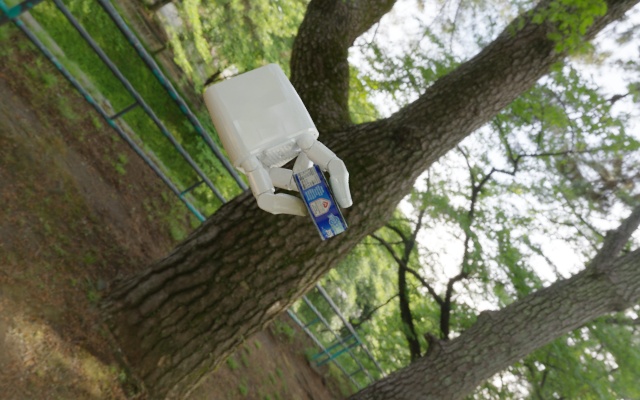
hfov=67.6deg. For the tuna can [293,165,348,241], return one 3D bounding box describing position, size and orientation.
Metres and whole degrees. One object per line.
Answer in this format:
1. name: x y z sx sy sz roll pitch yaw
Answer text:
1. tuna can: 0.001 0.002 0.560 0.034 0.086 0.086 -25 -1 1
